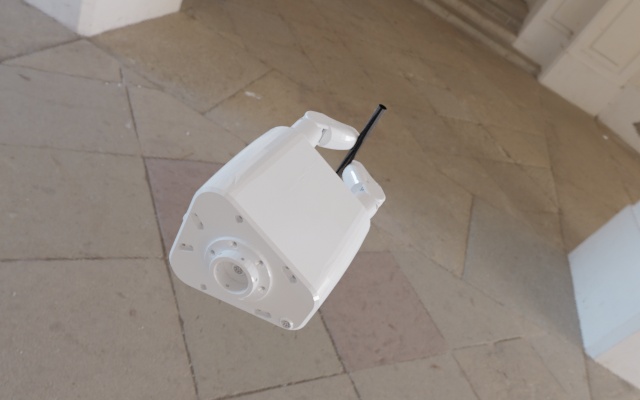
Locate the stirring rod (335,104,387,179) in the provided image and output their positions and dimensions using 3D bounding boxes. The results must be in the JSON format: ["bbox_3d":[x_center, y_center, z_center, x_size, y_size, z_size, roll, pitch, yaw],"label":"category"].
[{"bbox_3d":[0.000,0.002,0.481,0.011,0.011,0.240,0,-43,-38],"label":"stirring rod"}]
